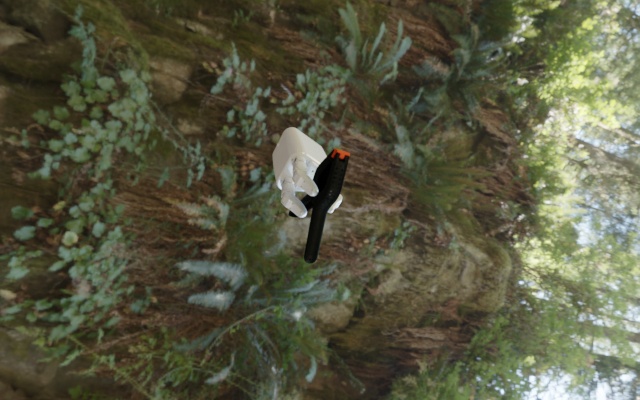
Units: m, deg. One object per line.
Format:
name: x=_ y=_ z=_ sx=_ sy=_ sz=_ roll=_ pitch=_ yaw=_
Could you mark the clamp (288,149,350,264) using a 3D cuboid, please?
clamp: x=0.001 y=0.003 z=0.897 sx=0.036 sy=0.210 sz=0.164 roll=13 pitch=35 yaw=-26
